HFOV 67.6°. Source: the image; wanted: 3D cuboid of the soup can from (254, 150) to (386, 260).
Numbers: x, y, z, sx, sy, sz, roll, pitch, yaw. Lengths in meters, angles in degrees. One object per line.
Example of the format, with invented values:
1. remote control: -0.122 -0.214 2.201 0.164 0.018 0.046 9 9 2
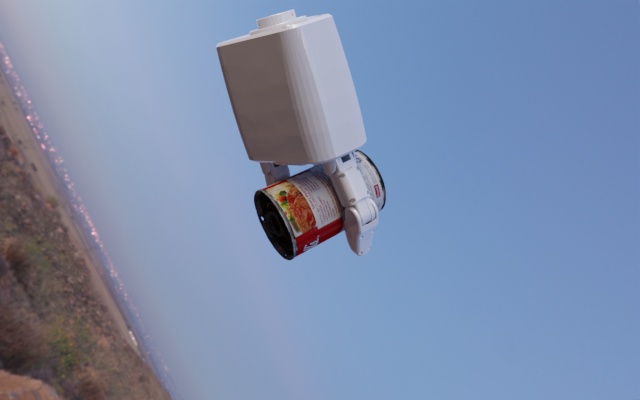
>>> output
1. soup can: 0.000 0.002 0.436 0.102 0.068 0.068 -26 11 -24
